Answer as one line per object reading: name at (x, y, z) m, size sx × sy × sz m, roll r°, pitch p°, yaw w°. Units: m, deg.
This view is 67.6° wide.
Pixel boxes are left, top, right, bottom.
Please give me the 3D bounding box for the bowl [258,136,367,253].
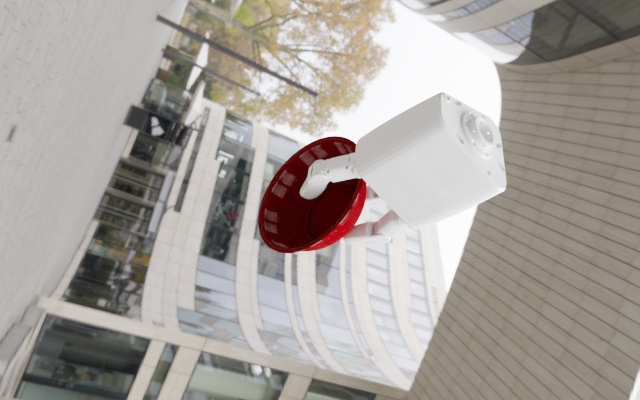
bowl at (-0.001, 0.002, 0.587) m, size 0.162 × 0.162 × 0.055 m, roll 0°, pitch -30°, yaw 44°
